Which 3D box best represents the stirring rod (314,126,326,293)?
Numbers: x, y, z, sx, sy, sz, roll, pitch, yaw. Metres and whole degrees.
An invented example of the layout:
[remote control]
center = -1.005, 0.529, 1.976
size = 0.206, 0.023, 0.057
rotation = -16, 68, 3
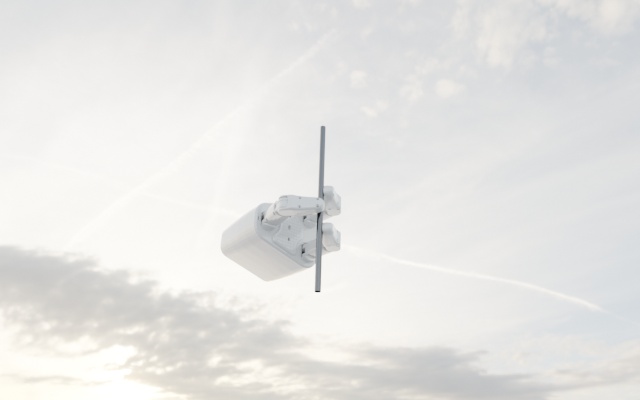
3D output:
[stirring rod]
center = 0.000, 0.002, 0.621
size = 0.011, 0.239, 0.011
rotation = 1, -28, 1
